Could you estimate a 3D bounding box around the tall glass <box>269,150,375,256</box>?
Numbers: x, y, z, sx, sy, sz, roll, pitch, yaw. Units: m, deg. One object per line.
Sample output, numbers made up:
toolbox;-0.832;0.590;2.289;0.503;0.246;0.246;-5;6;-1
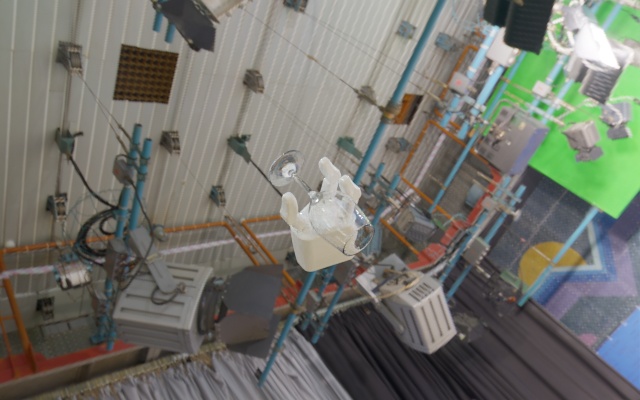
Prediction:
tall glass;0.000;0.002;0.773;0.079;0.079;0.201;0;36;-46
